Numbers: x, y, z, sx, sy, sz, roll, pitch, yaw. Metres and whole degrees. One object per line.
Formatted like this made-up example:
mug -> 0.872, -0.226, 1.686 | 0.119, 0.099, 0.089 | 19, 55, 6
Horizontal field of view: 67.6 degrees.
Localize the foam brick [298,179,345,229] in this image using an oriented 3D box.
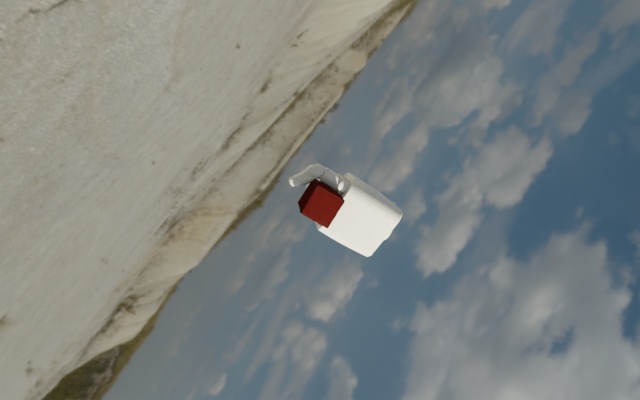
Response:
foam brick -> 0.000, 0.003, 0.758 | 0.051, 0.053, 0.078 | 32, 7, -10
